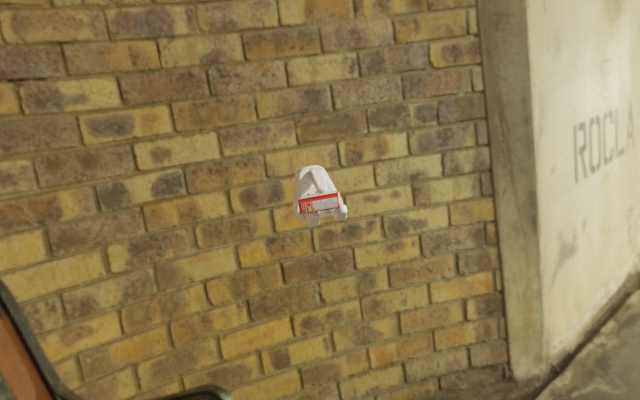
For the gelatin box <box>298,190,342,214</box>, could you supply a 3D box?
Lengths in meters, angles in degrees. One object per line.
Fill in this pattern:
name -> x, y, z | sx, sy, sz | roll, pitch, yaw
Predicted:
gelatin box -> 0.000, 0.002, 0.880 | 0.073, 0.030, 0.089 | -9, 4, 4
